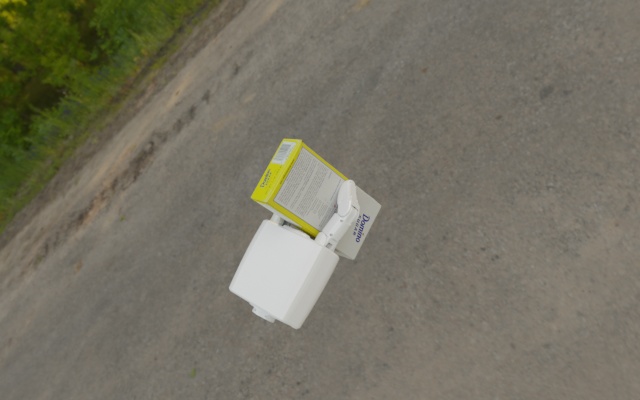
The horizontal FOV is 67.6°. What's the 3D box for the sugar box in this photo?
[{"bbox_3d":[0.000,0.002,0.648,0.048,0.093,0.176,16,-17,49],"label":"sugar box"}]
